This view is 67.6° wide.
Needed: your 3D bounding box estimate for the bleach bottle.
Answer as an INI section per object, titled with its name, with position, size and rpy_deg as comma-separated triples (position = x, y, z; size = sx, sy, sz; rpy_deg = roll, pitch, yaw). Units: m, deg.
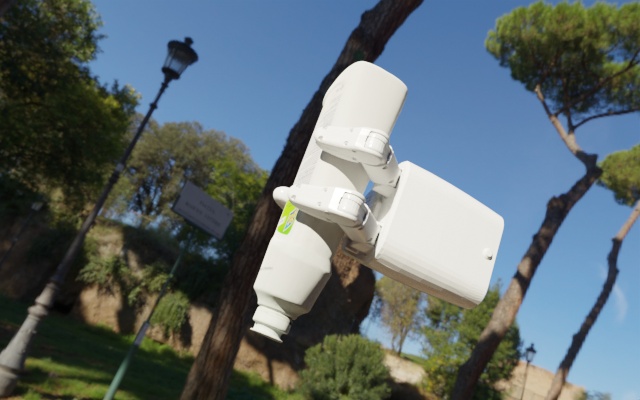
[bleach bottle]
position = 0.000, 0.001, 0.429
size = 0.068, 0.250, 0.102
rpy_deg = 27, -20, -10
